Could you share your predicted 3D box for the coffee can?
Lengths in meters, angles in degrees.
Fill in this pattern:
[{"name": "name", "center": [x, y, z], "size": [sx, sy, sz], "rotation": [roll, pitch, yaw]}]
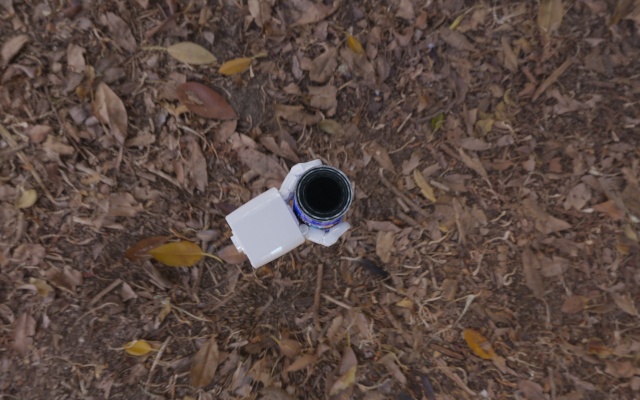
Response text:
[{"name": "coffee can", "center": [0.000, 0.003, 0.892], "size": [0.103, 0.102, 0.140], "rotation": [0, -13, -5]}]
